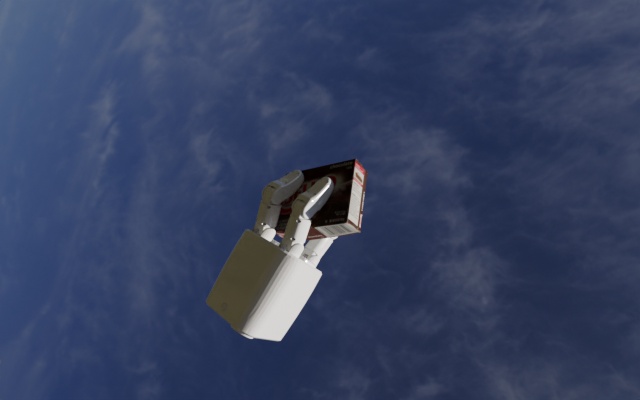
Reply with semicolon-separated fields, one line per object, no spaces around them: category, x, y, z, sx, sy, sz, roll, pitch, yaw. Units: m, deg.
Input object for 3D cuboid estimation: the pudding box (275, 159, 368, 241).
pudding box;0.000;0.002;0.607;0.113;0.090;0.039;-9;-32;31
